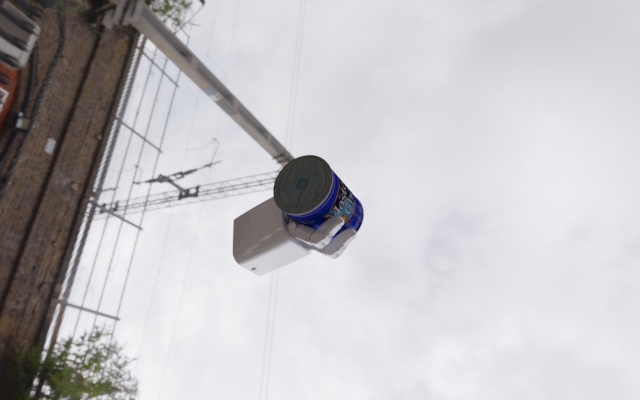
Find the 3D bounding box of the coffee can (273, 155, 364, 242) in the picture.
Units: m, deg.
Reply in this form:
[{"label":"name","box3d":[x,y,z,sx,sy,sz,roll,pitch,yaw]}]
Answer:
[{"label":"coffee can","box3d":[0.000,0.002,0.790,0.103,0.102,0.140,0,-25,28]}]
